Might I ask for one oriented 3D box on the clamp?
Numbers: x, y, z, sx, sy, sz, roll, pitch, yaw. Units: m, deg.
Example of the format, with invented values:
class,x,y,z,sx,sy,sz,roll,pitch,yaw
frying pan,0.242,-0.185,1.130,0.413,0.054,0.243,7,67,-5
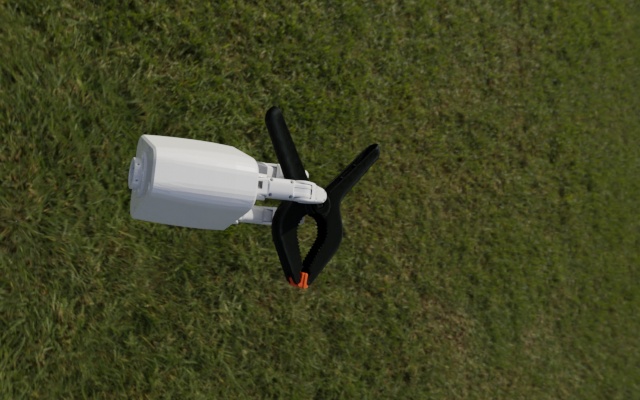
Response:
class,x,y,z,sx,sy,sz,roll,pitch,yaw
clamp,0.000,0.002,0.587,0.164,0.210,0.036,7,-6,-29
